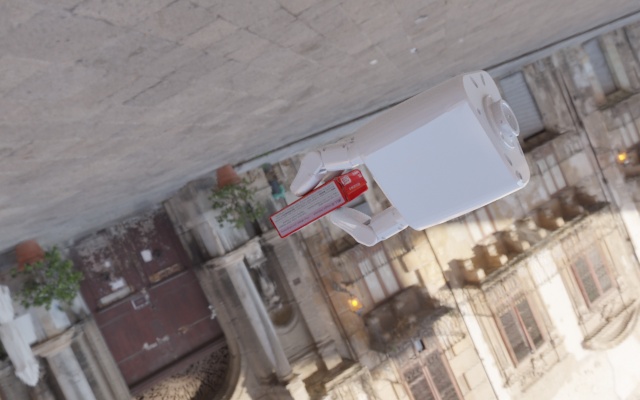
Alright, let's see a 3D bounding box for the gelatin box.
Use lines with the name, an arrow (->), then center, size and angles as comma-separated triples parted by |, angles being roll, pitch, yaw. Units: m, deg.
gelatin box -> 0.000, 0.002, 0.506 | 0.089, 0.030, 0.073 | -31, -2, 24
